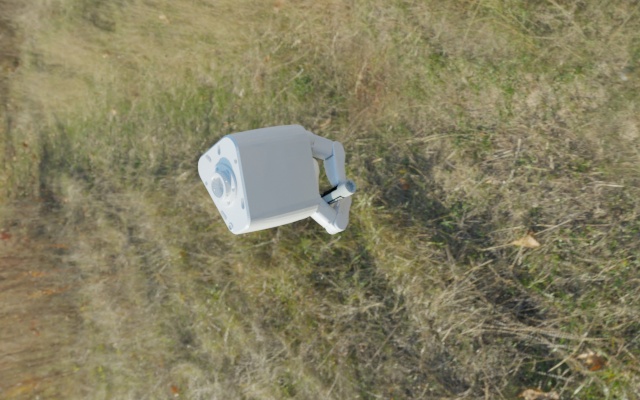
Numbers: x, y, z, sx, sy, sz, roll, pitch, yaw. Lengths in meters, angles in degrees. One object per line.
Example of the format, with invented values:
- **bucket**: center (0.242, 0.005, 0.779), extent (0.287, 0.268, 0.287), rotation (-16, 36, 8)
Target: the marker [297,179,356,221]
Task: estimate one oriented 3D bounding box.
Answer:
- **marker**: center (0.000, 0.002, 0.628), extent (0.020, 0.020, 0.121), rotation (0, -19, -40)
